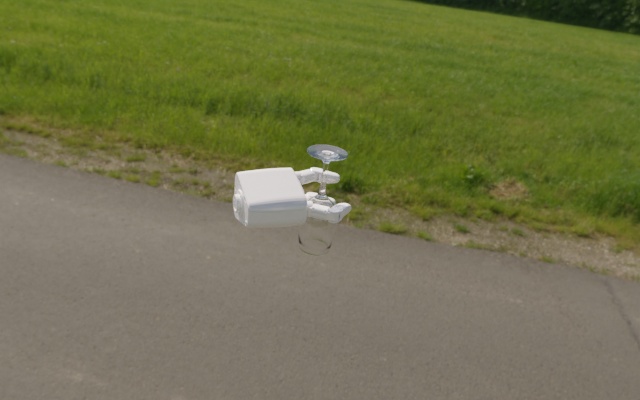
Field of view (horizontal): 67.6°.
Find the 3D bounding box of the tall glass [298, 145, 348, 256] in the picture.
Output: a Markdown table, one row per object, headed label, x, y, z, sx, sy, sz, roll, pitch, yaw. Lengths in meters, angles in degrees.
| label | x | y | z | sx | sy | sz | roll | pitch | yaw |
| --- | --- | --- | --- | --- | --- | --- | --- | --- | --- |
| tall glass | 0.000 | 0.002 | 0.890 | 0.079 | 0.201 | 0.079 | 6 | 26 | -3 |
